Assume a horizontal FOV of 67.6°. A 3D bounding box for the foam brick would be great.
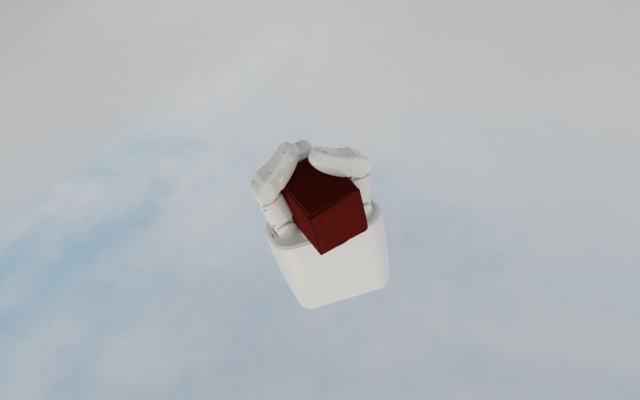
[{"bbox_3d":[0.000,0.002,0.443,0.053,0.051,0.078,-27,41,-13],"label":"foam brick"}]
